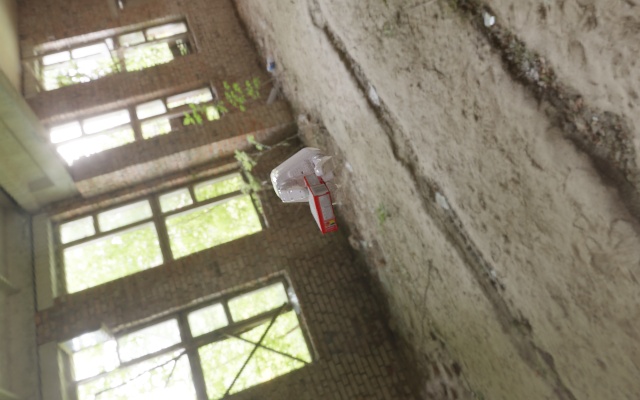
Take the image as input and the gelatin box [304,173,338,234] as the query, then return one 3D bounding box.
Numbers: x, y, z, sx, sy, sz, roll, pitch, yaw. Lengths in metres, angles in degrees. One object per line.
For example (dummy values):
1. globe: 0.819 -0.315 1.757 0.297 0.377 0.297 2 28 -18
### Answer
1. gelatin box: 0.000 0.003 0.801 0.030 0.073 0.089 -16 27 -6
